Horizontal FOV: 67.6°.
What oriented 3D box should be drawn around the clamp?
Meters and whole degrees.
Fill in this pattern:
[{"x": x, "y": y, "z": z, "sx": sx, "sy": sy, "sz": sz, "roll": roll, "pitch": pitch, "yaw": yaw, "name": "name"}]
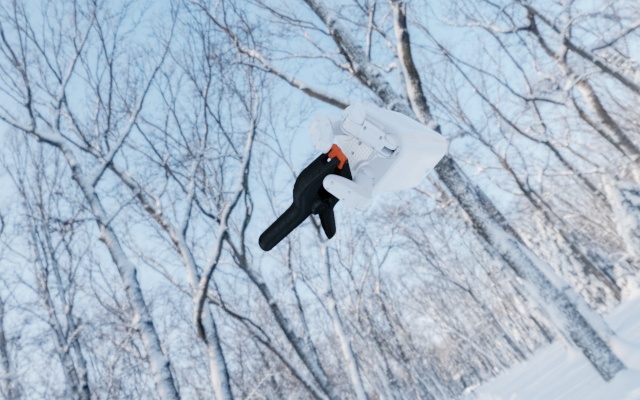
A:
[{"x": 0.000, "y": 0.001, "z": 0.619, "sx": 0.120, "sy": 0.039, "sz": 0.171, "roll": -6, "pitch": -39, "yaw": -45, "name": "clamp"}]
